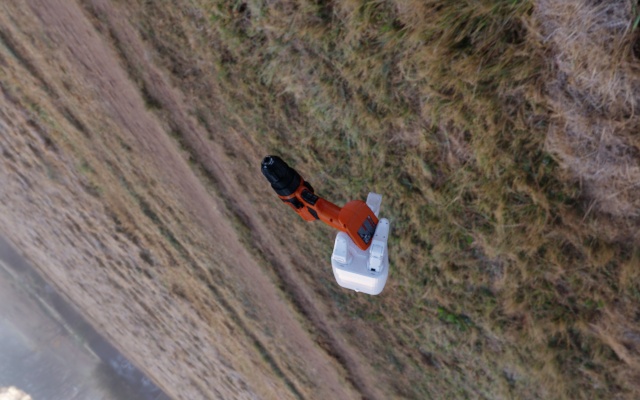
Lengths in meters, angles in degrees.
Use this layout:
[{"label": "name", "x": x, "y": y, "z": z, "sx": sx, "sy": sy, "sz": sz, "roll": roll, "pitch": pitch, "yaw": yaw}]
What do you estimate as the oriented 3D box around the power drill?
[{"label": "power drill", "x": 0.001, "y": 0.003, "z": 0.797, "sx": 0.187, "sy": 0.057, "sz": 0.184, "roll": 28, "pitch": -12, "yaw": 37}]
